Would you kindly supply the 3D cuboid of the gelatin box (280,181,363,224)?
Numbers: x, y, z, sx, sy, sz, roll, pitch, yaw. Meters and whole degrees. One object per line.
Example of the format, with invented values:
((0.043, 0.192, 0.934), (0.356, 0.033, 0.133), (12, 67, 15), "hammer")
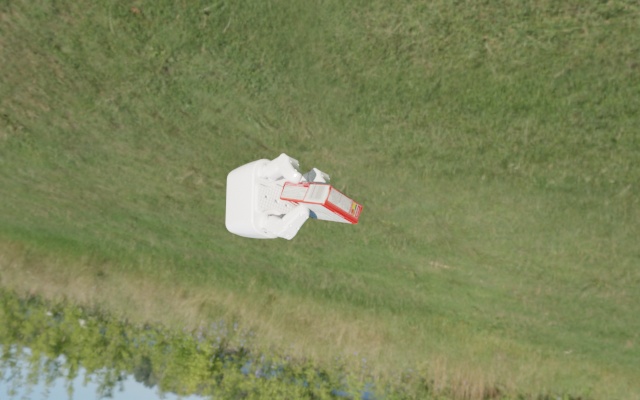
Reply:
((0.000, 0.003, 0.645), (0.089, 0.030, 0.073), (7, -18, 45), "gelatin box")
